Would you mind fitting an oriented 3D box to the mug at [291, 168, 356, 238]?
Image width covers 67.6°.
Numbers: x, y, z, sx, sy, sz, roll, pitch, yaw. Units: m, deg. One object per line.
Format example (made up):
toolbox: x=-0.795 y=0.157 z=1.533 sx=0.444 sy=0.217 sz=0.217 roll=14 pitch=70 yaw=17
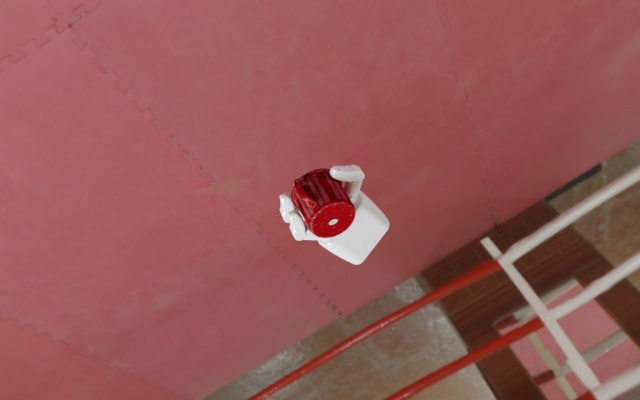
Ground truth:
mug: x=-0.001 y=0.002 z=0.780 sx=0.117 sy=0.093 sz=0.081 roll=36 pitch=18 yaw=-44
